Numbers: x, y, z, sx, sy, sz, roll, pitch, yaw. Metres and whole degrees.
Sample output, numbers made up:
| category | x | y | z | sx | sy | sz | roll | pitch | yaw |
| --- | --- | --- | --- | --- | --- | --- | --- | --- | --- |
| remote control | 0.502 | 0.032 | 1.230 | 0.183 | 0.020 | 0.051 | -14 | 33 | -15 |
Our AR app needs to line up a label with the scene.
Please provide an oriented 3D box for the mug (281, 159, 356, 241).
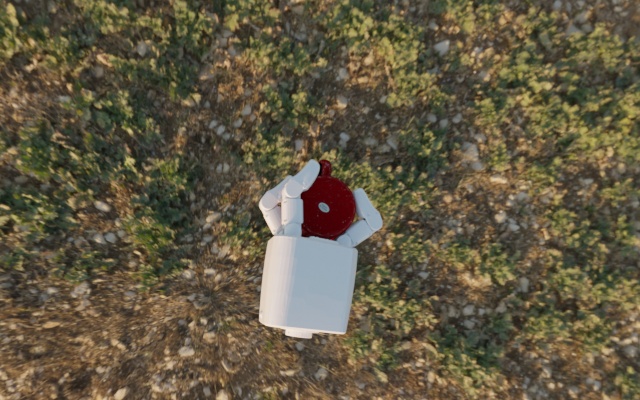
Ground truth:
| category | x | y | z | sx | sy | sz | roll | pitch | yaw |
| --- | --- | --- | --- | --- | --- | --- | --- | --- | --- |
| mug | 0.000 | 0.001 | 0.638 | 0.093 | 0.117 | 0.081 | 11 | -12 | -11 |
